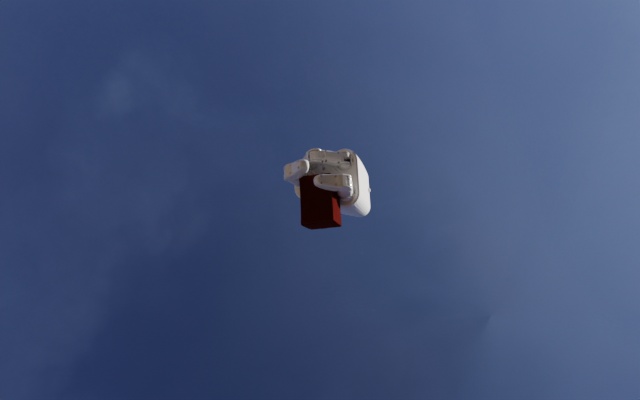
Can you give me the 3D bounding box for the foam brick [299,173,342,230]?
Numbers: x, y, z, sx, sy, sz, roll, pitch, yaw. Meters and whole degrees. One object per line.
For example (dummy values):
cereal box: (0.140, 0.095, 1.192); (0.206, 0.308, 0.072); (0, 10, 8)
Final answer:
foam brick: (0.000, 0.003, 0.739); (0.053, 0.078, 0.051); (-7, -16, 15)
